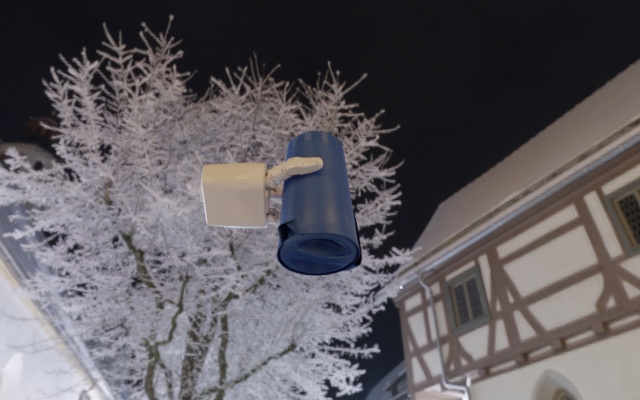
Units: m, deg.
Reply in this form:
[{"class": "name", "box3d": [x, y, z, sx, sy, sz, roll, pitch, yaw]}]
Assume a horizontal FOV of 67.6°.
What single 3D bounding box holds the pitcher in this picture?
[{"class": "pitcher", "box3d": [0.000, 0.003, 0.834, 0.145, 0.242, 0.149, 0, -38, -2]}]
